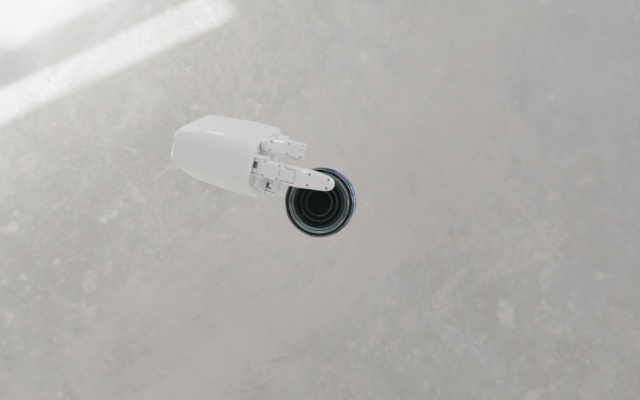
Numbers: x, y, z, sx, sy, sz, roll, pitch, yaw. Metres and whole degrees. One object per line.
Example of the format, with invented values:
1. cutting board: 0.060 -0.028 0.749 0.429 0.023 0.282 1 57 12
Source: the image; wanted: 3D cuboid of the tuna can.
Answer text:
1. tuna can: 0.000 0.002 0.586 0.086 0.086 0.034 0 3 8
